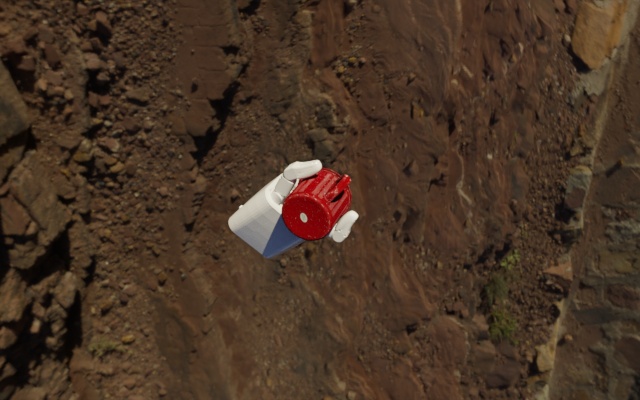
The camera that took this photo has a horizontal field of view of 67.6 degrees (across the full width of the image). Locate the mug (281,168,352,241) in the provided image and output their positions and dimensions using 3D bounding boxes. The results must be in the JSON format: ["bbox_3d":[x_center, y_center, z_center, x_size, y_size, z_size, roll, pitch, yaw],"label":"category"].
[{"bbox_3d":[0.001,0.002,0.718,0.117,0.093,0.081,-35,10,33],"label":"mug"}]
